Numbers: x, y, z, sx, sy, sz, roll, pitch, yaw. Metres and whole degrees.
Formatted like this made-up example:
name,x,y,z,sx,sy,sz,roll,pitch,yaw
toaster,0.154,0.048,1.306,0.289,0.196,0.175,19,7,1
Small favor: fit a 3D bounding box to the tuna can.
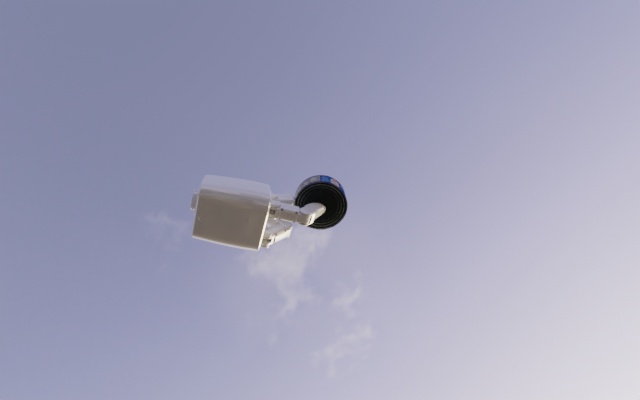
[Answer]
name,x,y,z,sx,sy,sz,roll,pitch,yaw
tuna can,0.000,0.002,0.780,0.086,0.086,0.033,0,26,-3
